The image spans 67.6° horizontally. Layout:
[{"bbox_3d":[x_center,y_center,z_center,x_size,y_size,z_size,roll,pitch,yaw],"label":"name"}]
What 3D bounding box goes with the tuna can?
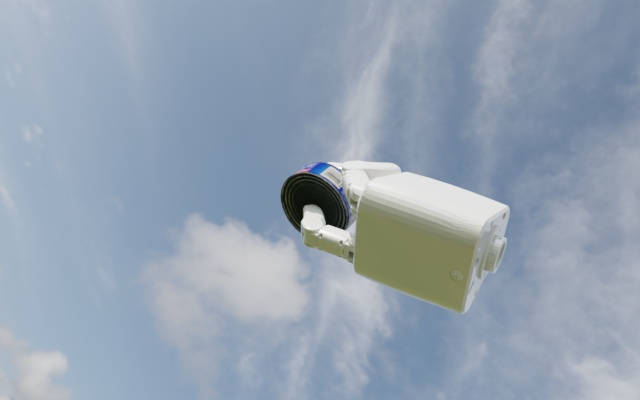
[{"bbox_3d":[0.000,0.001,0.529,0.086,0.086,0.033,0,27,36],"label":"tuna can"}]
